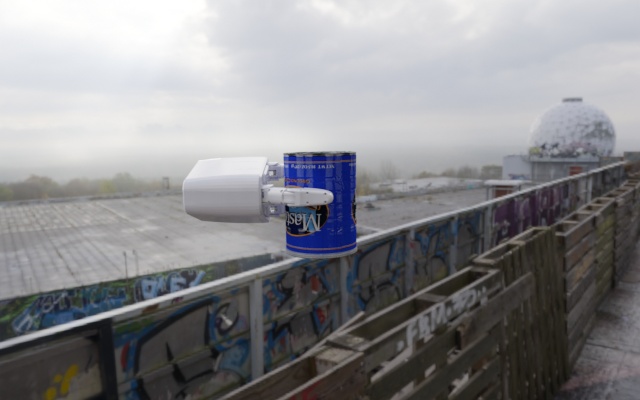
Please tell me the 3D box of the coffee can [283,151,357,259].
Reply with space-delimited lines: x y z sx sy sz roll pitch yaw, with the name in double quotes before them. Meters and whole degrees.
"coffee can" 0.000 0.002 0.673 0.103 0.140 0.103 -1 7 0
